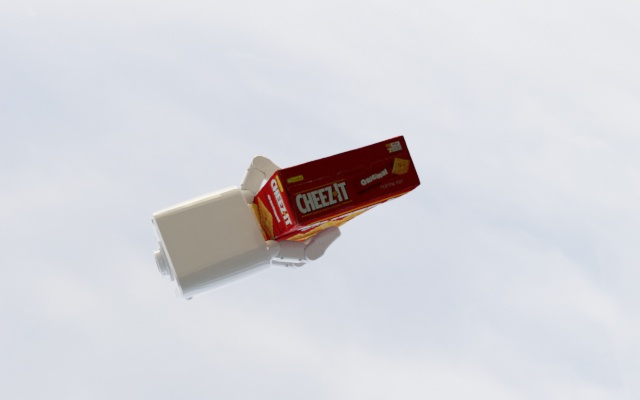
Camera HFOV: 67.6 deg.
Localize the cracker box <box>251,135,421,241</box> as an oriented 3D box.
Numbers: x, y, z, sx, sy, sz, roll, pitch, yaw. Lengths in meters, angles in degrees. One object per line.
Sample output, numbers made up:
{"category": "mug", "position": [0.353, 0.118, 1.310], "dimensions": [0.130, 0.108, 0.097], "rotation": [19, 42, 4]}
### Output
{"category": "cracker box", "position": [0.000, 0.002, 0.608], "dimensions": [0.164, 0.072, 0.214], "rotation": [-18, -6, -24]}
